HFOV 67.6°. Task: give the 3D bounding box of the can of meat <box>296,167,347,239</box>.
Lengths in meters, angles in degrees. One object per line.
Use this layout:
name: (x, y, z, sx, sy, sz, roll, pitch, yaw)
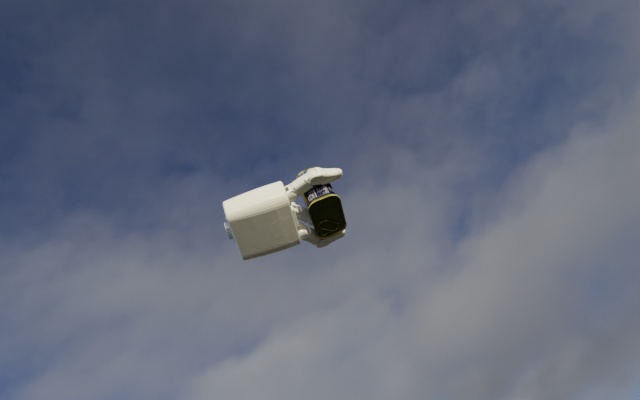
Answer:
can of meat: (0.000, 0.002, 0.840, 0.057, 0.084, 0.102, -22, -43, -4)
